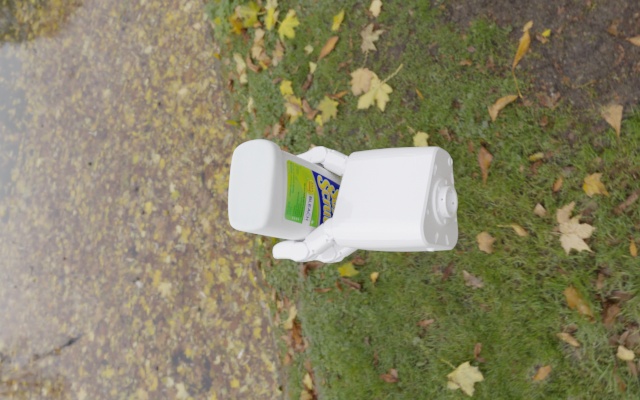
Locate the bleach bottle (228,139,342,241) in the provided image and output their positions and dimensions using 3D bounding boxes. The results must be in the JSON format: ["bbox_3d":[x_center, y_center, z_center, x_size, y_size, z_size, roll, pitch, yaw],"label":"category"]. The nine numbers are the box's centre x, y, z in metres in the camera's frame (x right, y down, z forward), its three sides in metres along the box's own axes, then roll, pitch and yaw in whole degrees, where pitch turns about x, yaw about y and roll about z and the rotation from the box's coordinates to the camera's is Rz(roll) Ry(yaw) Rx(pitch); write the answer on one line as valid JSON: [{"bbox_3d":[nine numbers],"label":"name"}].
[{"bbox_3d":[0.000,0.002,0.599,0.068,0.102,0.251,-2,-9,38],"label":"bleach bottle"}]
